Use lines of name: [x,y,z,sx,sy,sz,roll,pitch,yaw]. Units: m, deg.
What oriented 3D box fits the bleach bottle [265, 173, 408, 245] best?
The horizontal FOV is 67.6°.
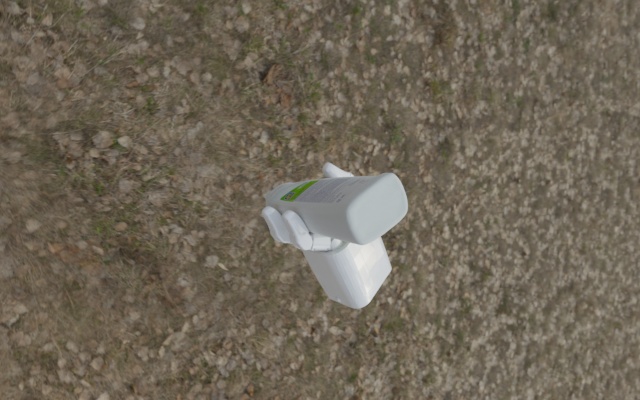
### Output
bleach bottle: [0.000,0.002,0.687,0.102,0.068,0.251,-35,23,-28]
